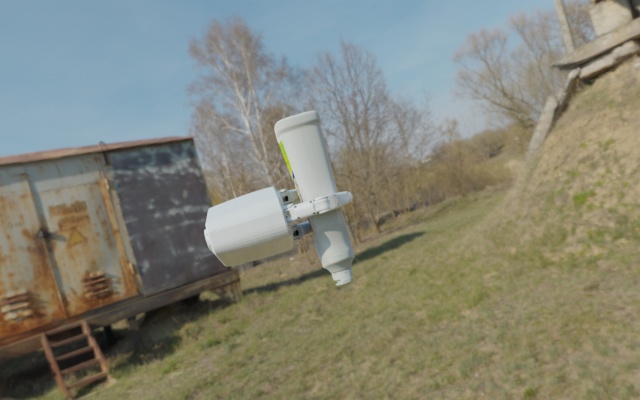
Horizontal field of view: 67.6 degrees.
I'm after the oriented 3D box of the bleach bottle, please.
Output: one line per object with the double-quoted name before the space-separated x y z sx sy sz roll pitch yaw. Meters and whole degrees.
"bleach bottle" 0.000 0.002 0.707 0.068 0.251 0.102 -17 -1 -5
